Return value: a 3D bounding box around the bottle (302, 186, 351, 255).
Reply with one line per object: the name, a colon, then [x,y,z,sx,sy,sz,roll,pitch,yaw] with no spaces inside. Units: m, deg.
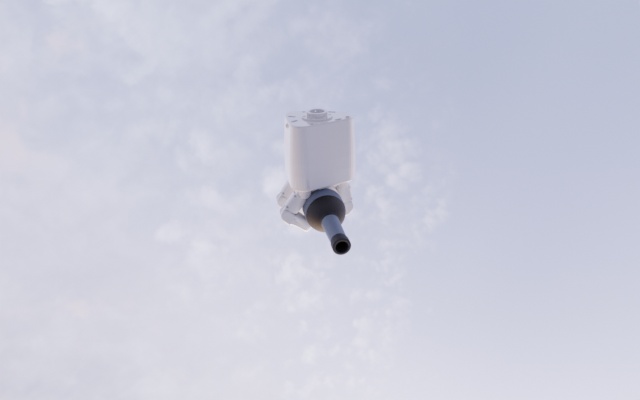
bottle: [0.000,0.003,0.797,0.069,0.069,0.295,0,25,-13]
